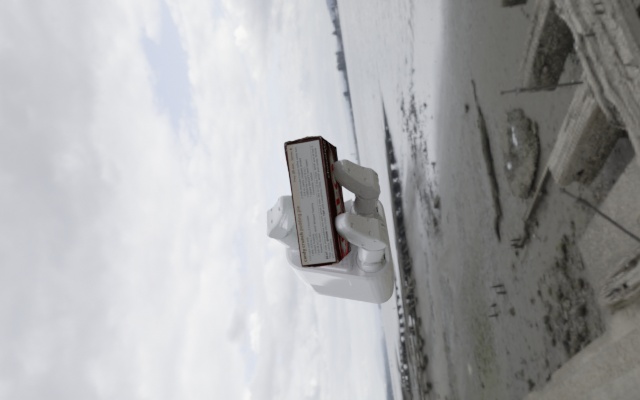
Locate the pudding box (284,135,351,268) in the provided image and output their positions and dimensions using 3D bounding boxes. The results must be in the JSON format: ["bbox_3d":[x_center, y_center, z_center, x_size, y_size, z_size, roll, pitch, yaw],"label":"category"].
[{"bbox_3d":[0.000,0.001,0.448,0.039,0.113,0.090,-10,-1,9],"label":"pudding box"}]
